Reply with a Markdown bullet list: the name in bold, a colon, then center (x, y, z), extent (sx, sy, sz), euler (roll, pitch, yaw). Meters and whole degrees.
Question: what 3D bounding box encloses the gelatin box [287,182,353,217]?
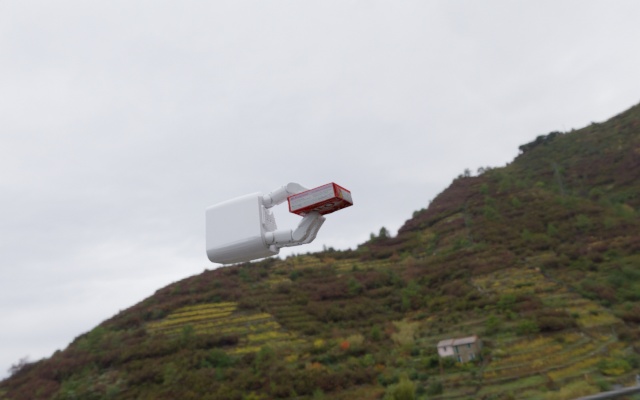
- **gelatin box**: center (0.000, 0.002, 0.795), extent (0.089, 0.030, 0.073), euler (-19, -19, 21)
